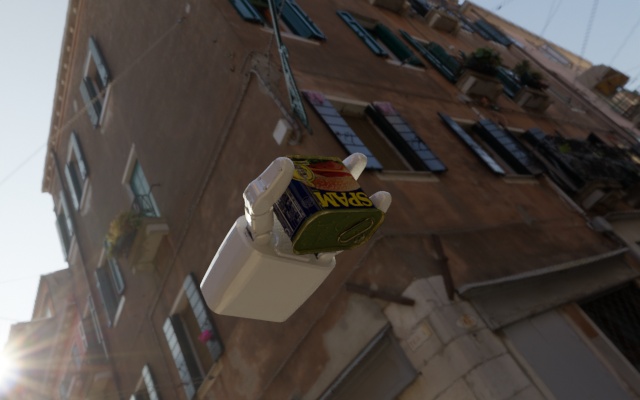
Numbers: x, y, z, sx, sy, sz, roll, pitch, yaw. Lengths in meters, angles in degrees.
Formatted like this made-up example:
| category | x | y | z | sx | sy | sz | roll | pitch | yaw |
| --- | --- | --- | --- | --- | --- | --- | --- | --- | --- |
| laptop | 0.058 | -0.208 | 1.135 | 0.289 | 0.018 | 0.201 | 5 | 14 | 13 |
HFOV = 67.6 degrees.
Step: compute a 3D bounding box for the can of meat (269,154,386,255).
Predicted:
| category | x | y | z | sx | sy | sz | roll | pitch | yaw |
| --- | --- | --- | --- | --- | --- | --- | --- | --- | --- |
| can of meat | 0.000 | 0.001 | 0.472 | 0.102 | 0.057 | 0.084 | -1 | 45 | -42 |
